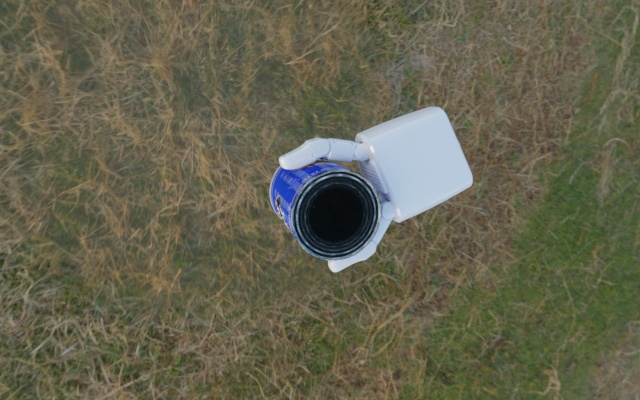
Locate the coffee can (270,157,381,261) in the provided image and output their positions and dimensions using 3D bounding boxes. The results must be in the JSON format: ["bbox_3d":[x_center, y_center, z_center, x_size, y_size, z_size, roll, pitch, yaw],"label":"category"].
[{"bbox_3d":[0.000,0.002,0.580,0.103,0.103,0.140,0,12,-16],"label":"coffee can"}]
